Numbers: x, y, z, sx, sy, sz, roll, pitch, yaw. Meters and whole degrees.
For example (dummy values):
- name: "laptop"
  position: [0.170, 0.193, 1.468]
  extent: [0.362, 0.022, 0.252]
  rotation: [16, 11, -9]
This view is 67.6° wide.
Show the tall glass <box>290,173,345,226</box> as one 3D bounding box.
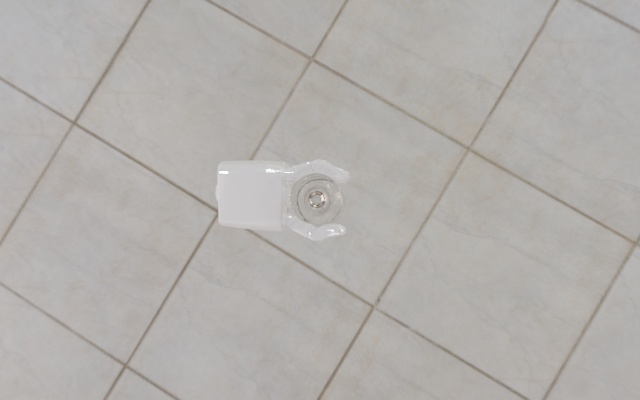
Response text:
- name: "tall glass"
  position: [0.000, 0.003, 0.777]
  extent: [0.079, 0.079, 0.201]
  rotation: [0, -3, 4]
